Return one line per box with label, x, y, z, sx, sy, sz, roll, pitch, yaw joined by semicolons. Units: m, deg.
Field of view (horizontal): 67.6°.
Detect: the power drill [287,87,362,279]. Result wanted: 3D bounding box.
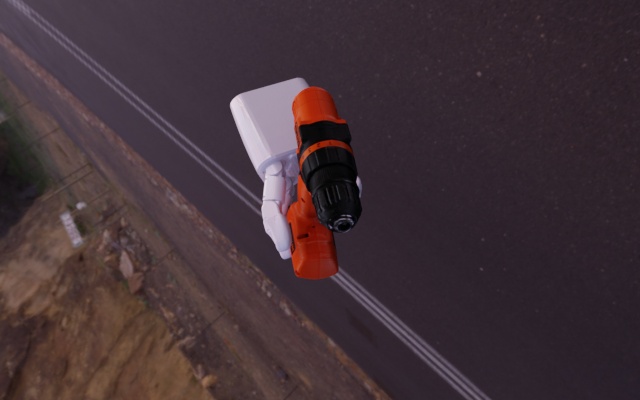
power drill;0.000;0.002;0.509;0.057;0.184;0.188;-1;-43;-10
